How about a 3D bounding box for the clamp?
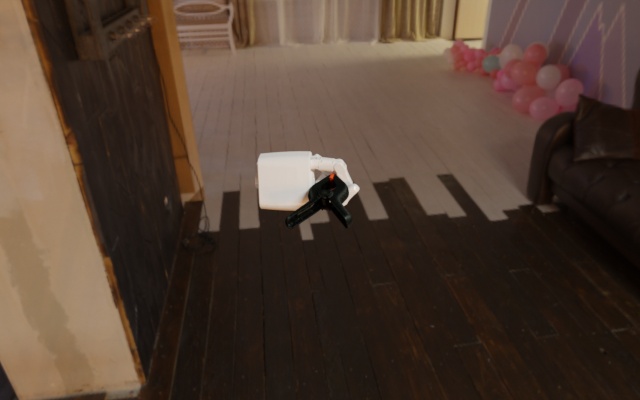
[{"bbox_3d":[0.000,0.002,0.894,0.120,0.039,0.171,-1,29,4],"label":"clamp"}]
